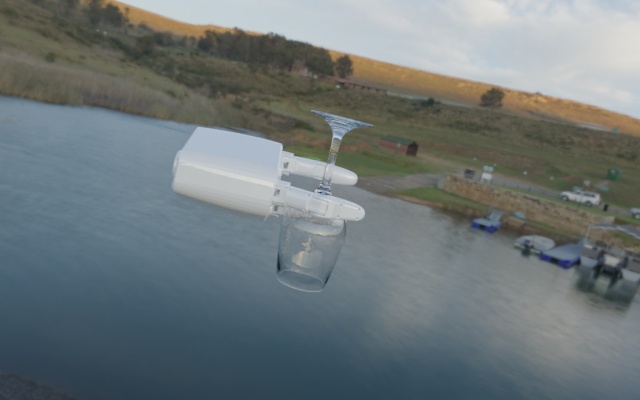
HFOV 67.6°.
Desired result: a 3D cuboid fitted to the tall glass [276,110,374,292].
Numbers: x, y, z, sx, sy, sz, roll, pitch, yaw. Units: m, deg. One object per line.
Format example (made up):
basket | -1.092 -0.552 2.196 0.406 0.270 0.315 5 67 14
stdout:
tall glass | 0.000 0.001 0.558 0.079 0.201 0.079 14 8 -2
